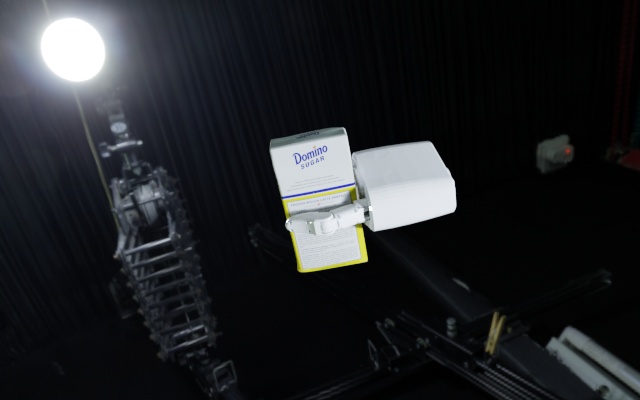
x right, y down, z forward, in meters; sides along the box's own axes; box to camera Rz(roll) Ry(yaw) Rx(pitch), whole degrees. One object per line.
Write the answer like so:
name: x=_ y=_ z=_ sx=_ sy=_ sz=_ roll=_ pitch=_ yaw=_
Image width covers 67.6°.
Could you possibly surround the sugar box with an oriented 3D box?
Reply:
sugar box: x=0.000 y=0.002 z=0.600 sx=0.093 sy=0.176 sz=0.048 roll=-10 pitch=24 yaw=1
